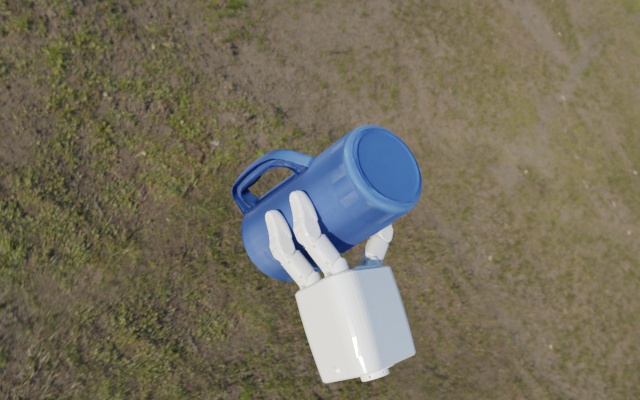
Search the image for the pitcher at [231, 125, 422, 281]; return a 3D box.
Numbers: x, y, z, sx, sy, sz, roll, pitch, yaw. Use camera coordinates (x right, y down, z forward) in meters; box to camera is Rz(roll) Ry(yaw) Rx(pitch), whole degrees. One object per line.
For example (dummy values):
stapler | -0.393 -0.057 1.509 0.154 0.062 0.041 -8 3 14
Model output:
pitcher | 0.000 0.002 0.598 0.149 0.145 0.243 -2 -22 -36
